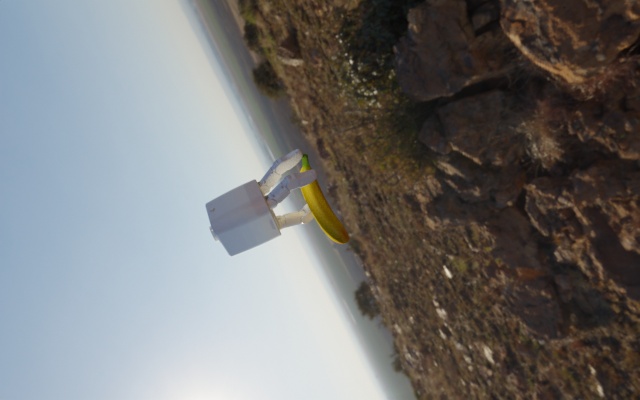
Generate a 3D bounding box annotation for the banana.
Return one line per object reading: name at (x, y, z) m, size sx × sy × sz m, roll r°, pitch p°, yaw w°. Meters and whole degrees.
banana at (0.000, 0.009, 0.867) m, size 0.037 × 0.197 × 0.070 m, roll -23°, pitch -29°, yaw -8°
